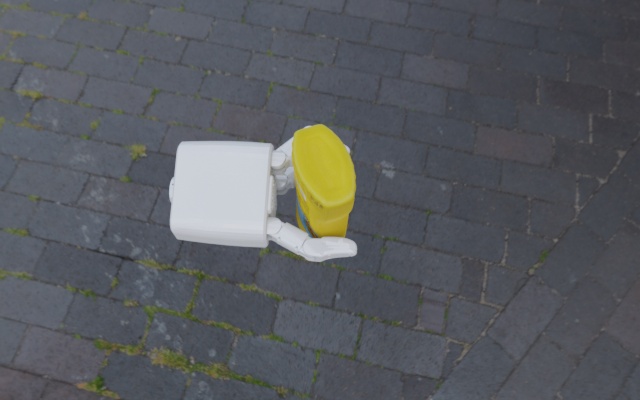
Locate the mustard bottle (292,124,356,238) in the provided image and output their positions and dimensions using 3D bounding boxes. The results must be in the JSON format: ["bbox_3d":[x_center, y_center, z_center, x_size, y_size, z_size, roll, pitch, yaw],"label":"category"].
[{"bbox_3d":[0.000,0.002,0.557,0.058,0.096,0.192,-19,-23,-11],"label":"mustard bottle"}]
